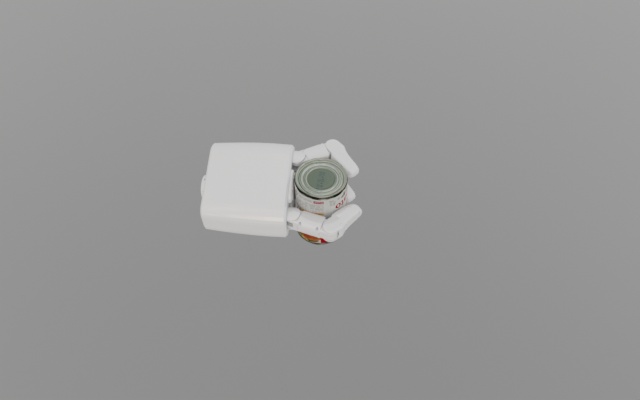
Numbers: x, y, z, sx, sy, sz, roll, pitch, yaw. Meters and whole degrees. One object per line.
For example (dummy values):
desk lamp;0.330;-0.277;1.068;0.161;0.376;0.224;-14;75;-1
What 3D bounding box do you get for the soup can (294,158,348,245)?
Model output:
soup can;0.001;0.002;0.621;0.068;0.068;0.102;0;-38;-1
